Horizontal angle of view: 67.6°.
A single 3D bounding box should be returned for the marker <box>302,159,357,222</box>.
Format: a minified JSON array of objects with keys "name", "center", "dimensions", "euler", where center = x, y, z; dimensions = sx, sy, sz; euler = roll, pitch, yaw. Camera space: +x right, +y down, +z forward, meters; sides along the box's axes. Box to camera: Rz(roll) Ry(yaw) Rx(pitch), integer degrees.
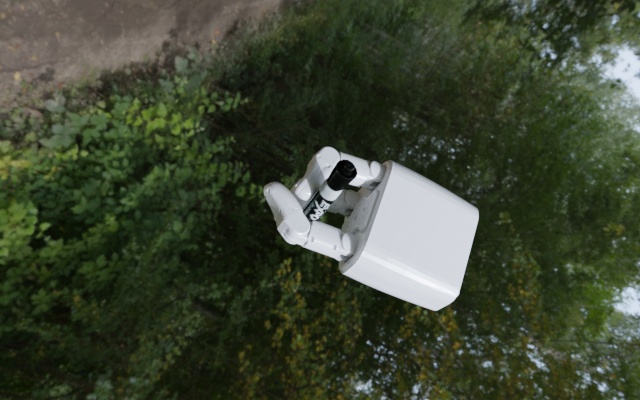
[{"name":"marker","center":[0.000,0.001,0.418],"dimensions":[0.020,0.020,0.121],"euler":[0,-28,-26]}]
